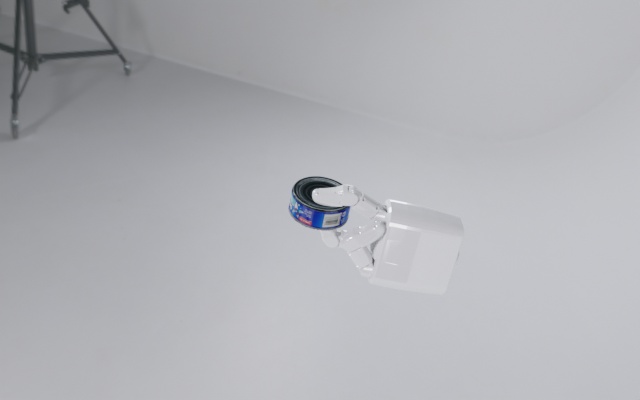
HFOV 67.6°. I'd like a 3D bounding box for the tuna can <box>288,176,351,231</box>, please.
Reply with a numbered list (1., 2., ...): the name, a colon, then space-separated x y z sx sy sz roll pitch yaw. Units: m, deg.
1. tuna can: 0.000 0.002 0.663 0.086 0.034 0.086 8 35 -5
